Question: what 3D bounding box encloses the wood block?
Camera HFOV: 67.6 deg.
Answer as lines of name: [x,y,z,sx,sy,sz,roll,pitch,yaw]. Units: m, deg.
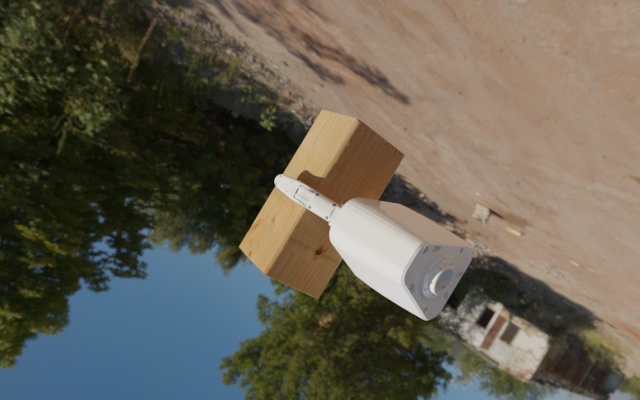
wood block: [0.000,0.002,0.595,0.091,0.206,0.090,31,0,-33]
